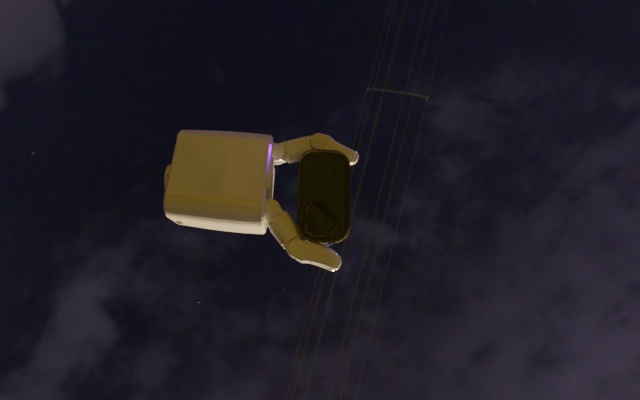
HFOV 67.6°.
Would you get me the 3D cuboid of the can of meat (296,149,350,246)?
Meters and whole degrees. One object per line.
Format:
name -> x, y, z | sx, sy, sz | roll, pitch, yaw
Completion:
can of meat -> 0.000, 0.002, 0.550 | 0.057, 0.102, 0.084 | 1, -11, -5
